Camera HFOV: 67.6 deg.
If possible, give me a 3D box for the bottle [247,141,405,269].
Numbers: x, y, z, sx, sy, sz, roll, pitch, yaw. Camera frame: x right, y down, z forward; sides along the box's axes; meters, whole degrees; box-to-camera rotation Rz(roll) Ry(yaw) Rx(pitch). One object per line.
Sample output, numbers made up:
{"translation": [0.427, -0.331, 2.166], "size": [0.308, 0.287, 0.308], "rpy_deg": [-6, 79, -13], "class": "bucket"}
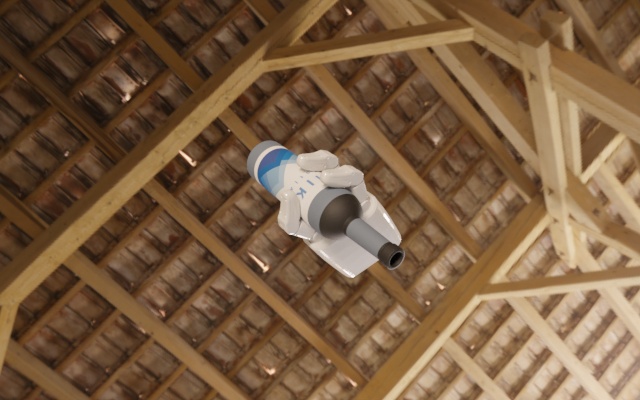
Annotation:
{"translation": [0.000, 0.002, 0.633], "size": [0.069, 0.069, 0.295], "rpy_deg": [0, 25, -39], "class": "bottle"}
